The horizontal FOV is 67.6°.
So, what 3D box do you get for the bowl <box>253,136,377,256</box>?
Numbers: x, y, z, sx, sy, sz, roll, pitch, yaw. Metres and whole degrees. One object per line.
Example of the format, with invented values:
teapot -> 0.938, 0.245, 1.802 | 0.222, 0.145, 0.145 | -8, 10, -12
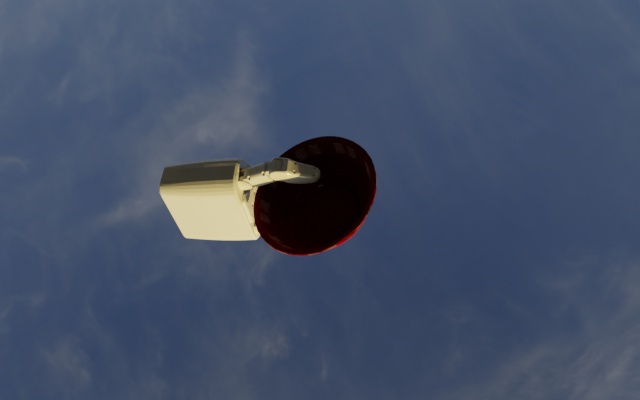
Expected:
bowl -> 0.001, 0.002, 0.588 | 0.162, 0.162, 0.055 | 0, -28, 27
